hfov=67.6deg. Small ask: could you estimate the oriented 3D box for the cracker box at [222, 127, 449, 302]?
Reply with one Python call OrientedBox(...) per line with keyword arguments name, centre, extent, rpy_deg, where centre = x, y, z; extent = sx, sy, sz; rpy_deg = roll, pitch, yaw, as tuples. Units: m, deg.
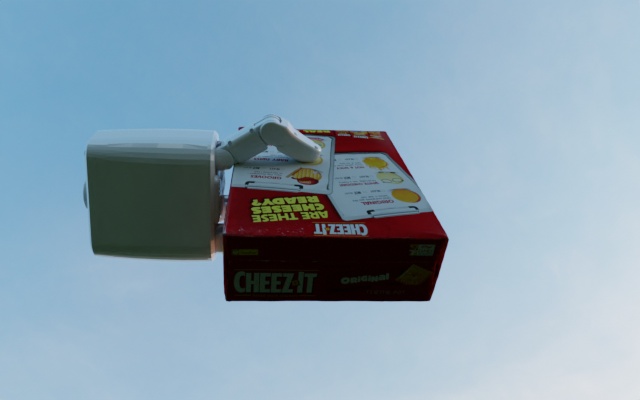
OrientedBox(name="cracker box", centre=(0.000, 0.001, 0.440), extent=(0.164, 0.072, 0.213), rpy_deg=(1, 29, -7))
